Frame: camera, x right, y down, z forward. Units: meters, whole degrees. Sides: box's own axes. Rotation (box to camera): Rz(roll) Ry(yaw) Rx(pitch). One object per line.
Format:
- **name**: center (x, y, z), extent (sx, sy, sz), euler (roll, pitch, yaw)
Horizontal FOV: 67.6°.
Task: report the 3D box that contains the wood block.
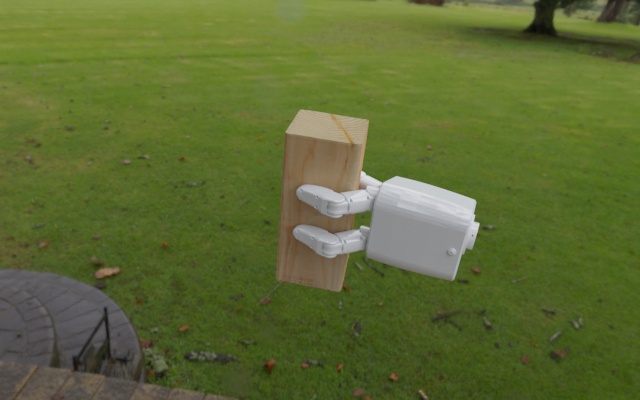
- **wood block**: center (0.001, 0.002, 0.609), extent (0.090, 0.206, 0.090), euler (10, 29, 6)
